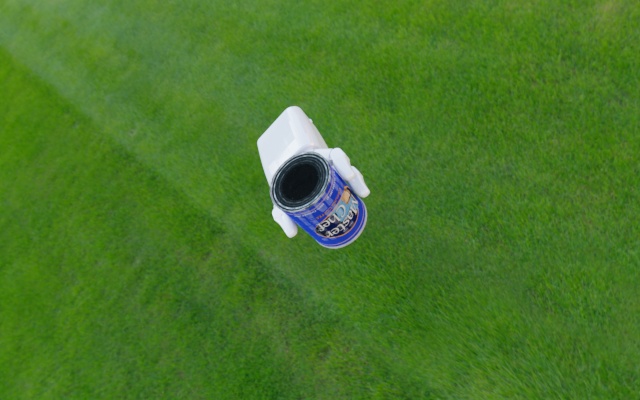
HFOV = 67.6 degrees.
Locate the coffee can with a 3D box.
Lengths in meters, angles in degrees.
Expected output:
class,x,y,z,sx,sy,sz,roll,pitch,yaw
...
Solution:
class,x,y,z,sx,sy,sz,roll,pitch,yaw
coffee can,0.000,0.003,0.753,0.103,0.102,0.140,0,-27,30
